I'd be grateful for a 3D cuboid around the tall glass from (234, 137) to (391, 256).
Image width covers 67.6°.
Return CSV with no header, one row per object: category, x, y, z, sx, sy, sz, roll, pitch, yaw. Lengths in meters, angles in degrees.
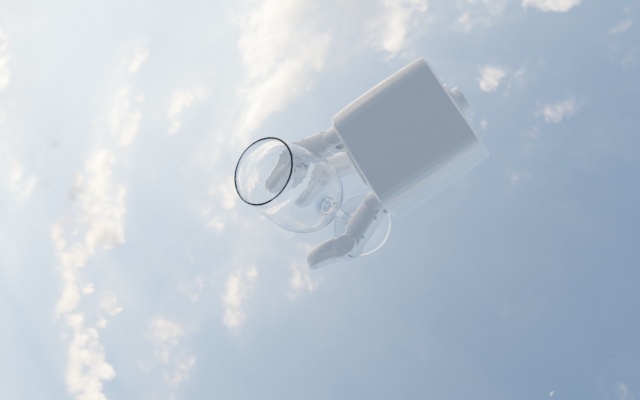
tall glass,0.000,0.002,0.484,0.079,0.079,0.201,0,-16,31
